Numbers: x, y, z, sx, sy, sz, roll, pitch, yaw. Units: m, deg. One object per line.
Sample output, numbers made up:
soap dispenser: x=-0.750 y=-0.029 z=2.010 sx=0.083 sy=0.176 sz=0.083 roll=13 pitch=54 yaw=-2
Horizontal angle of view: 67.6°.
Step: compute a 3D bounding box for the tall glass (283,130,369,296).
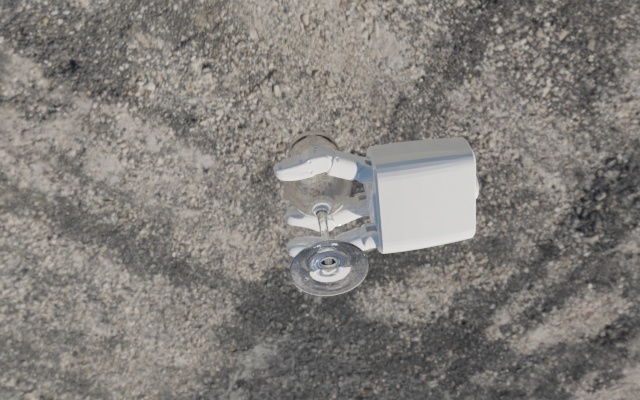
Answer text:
tall glass: x=0.000 y=0.002 z=0.517 sx=0.079 sy=0.079 sz=0.200 roll=0 pitch=39 yaw=-7
